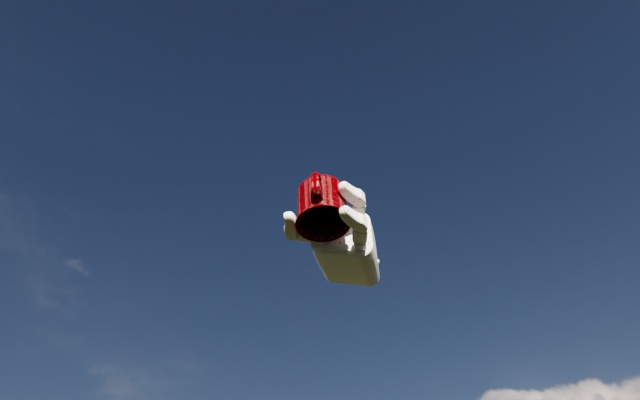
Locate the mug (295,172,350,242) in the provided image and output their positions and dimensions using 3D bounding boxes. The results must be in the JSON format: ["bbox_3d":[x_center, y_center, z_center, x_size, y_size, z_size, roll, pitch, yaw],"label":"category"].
[{"bbox_3d":[0.000,0.002,0.800,0.093,0.081,0.117,-11,-45,7],"label":"mug"}]
